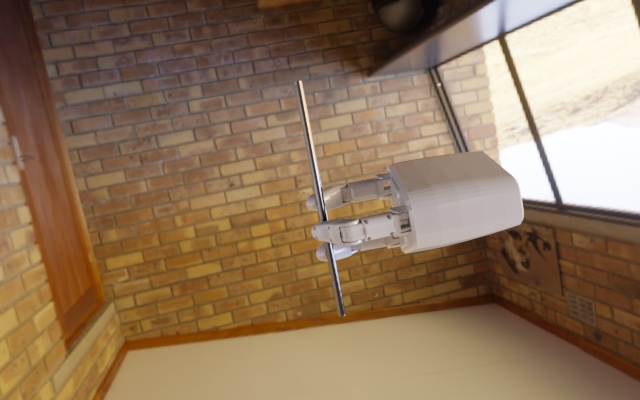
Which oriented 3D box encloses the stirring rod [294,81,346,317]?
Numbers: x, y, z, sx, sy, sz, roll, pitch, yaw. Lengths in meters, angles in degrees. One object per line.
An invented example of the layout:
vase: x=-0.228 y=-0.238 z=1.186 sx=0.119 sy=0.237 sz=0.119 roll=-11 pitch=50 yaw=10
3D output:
stirring rod: x=0.000 y=0.001 z=0.480 sx=0.011 sy=0.239 sz=0.011 roll=-11 pitch=7 yaw=1
